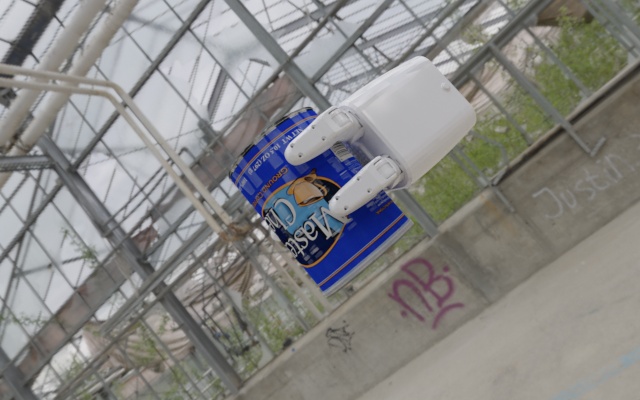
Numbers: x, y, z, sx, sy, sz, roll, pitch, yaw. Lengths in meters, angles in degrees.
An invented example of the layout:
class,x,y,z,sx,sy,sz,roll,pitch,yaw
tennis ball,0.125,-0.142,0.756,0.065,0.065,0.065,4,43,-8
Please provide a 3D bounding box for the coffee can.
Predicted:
class,x,y,z,sx,sy,sz,roll,pitch,yaw
coffee can,0.000,0.002,0.435,0.103,0.140,0.103,-40,-6,-5
